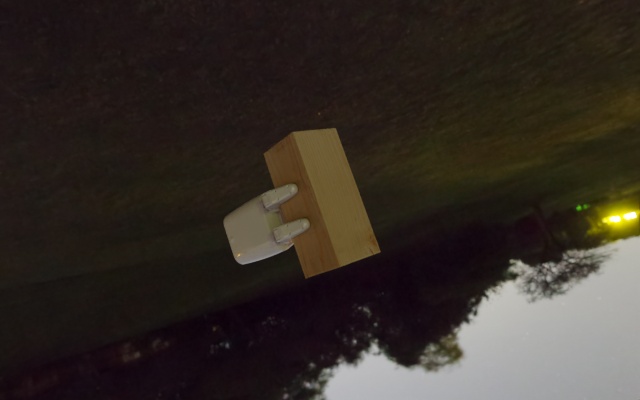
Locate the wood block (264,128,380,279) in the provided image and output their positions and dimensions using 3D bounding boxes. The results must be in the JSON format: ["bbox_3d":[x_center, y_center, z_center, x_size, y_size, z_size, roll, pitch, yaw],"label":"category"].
[{"bbox_3d":[0.000,0.003,0.737,0.091,0.206,0.090,-13,-10,-41],"label":"wood block"}]
